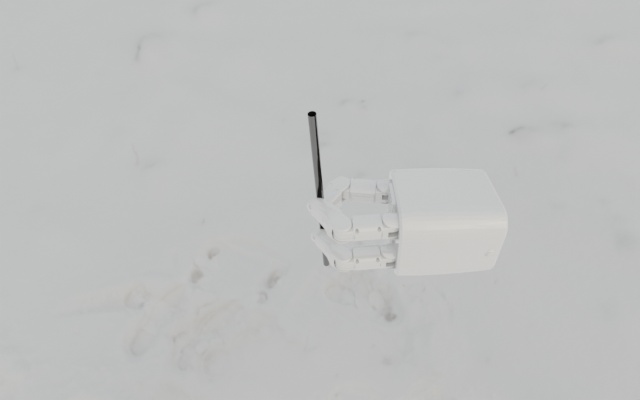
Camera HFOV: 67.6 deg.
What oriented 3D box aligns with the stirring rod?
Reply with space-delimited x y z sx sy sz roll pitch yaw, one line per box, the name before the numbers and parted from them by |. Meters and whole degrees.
stirring rod | 0.000 0.002 0.512 0.011 0.011 0.240 0 -40 5
